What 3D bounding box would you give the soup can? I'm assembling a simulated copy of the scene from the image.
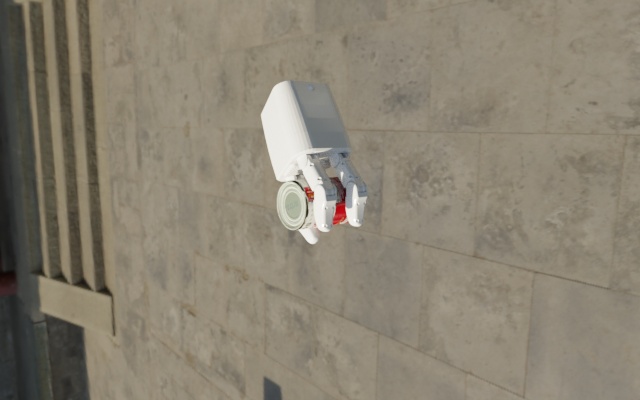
[{"bbox_3d":[0.000,0.003,0.653,0.102,0.068,0.068,-6,4,-40],"label":"soup can"}]
